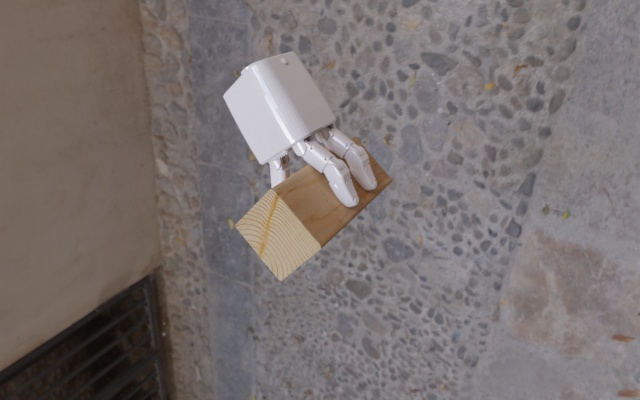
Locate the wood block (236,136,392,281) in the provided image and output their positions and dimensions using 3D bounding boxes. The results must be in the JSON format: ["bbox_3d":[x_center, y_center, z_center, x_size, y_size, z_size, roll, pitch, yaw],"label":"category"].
[{"bbox_3d":[0.000,0.002,0.629,0.091,0.090,0.206,-42,-2,39],"label":"wood block"}]
